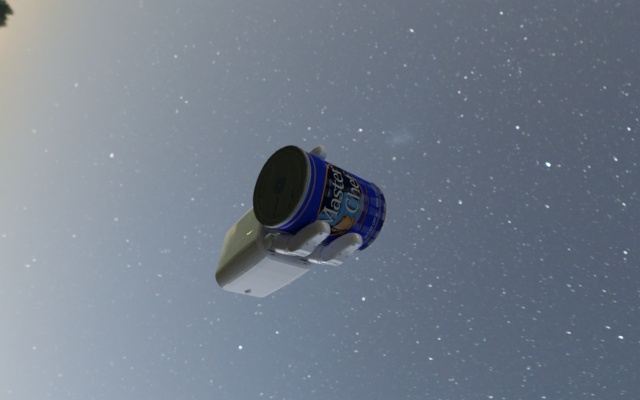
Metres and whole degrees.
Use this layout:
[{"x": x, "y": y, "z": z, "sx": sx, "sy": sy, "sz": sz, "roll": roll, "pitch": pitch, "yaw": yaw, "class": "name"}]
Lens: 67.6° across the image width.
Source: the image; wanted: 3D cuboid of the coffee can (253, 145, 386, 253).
[{"x": 0.000, "y": 0.002, "z": 0.611, "sx": 0.140, "sy": 0.102, "sz": 0.103, "roll": 22, "pitch": -14, "yaw": -39, "class": "coffee can"}]
